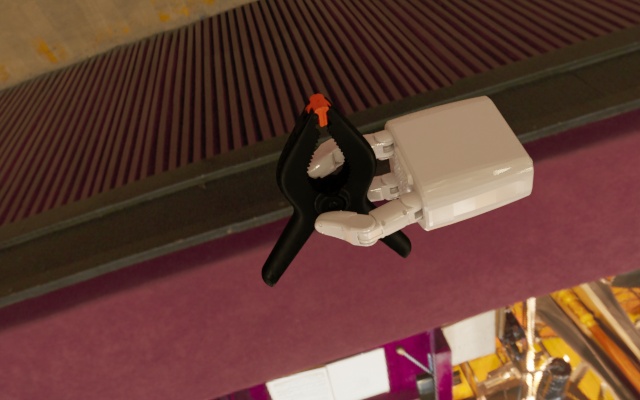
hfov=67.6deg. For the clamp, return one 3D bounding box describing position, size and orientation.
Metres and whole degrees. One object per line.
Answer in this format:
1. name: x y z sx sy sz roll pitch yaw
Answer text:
1. clamp: 0.000 0.002 0.463 0.164 0.210 0.036 -18 38 -2
